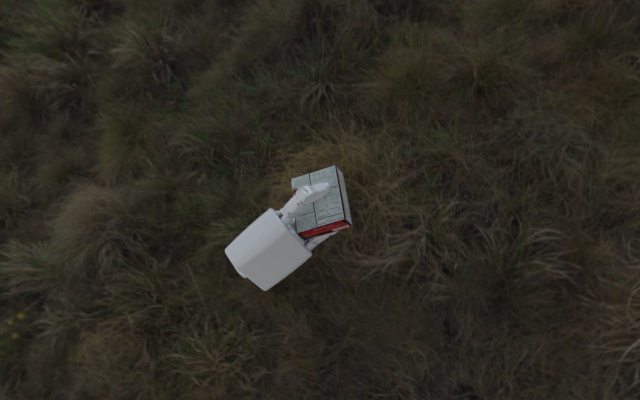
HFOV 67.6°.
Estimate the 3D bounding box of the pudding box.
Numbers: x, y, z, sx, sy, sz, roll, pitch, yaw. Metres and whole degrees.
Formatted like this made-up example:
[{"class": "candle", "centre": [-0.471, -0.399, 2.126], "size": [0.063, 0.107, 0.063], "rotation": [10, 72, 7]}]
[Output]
[{"class": "pudding box", "centre": [0.000, 0.003, 0.816], "size": [0.090, 0.113, 0.039], "rotation": [-16, -27, 15]}]
